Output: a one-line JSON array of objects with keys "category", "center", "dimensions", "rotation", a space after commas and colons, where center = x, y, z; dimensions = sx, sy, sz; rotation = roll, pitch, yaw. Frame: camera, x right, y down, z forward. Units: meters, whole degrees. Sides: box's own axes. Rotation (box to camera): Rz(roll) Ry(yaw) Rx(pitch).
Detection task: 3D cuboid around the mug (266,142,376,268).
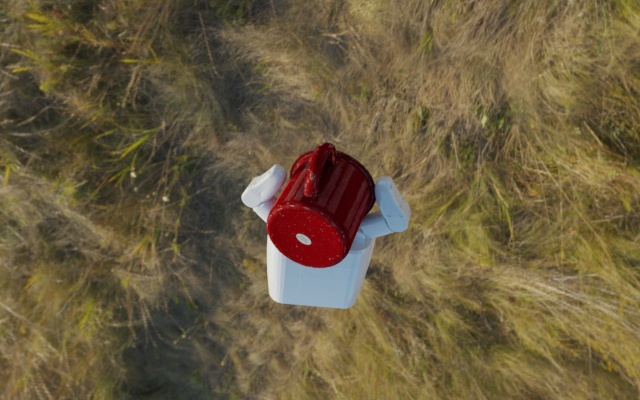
[{"category": "mug", "center": [0.000, 0.001, 0.451], "dimensions": [0.093, 0.117, 0.081], "rotation": [15, 43, 11]}]
